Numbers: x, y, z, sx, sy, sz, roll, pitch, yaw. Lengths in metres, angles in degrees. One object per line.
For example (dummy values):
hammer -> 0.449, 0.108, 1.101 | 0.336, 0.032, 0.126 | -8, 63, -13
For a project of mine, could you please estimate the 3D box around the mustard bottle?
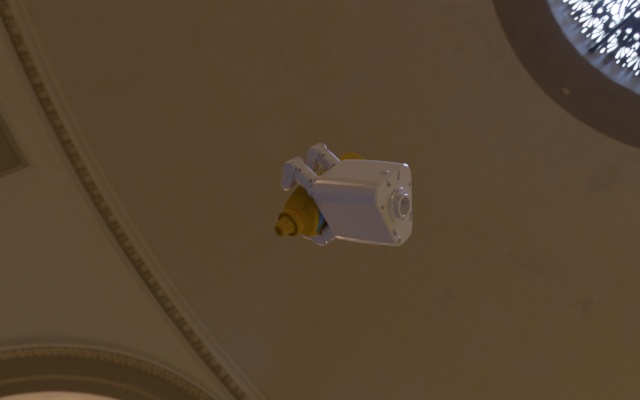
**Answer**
mustard bottle -> 0.000, 0.002, 0.741 | 0.058, 0.096, 0.191 | 29, 43, 26
